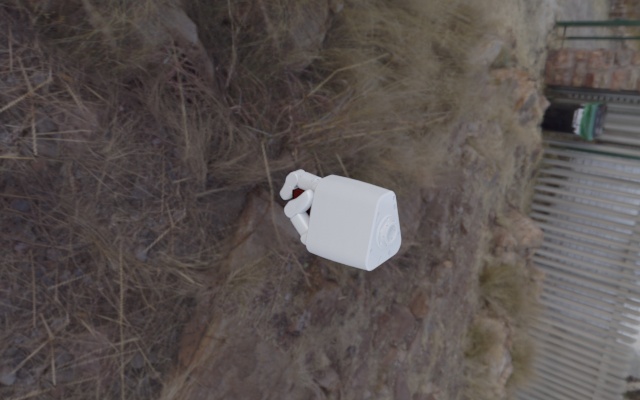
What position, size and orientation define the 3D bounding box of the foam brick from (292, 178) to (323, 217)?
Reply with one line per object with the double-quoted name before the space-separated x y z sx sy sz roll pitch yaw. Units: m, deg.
"foam brick" 0.000 0.002 0.746 0.051 0.053 0.078 15 26 36
